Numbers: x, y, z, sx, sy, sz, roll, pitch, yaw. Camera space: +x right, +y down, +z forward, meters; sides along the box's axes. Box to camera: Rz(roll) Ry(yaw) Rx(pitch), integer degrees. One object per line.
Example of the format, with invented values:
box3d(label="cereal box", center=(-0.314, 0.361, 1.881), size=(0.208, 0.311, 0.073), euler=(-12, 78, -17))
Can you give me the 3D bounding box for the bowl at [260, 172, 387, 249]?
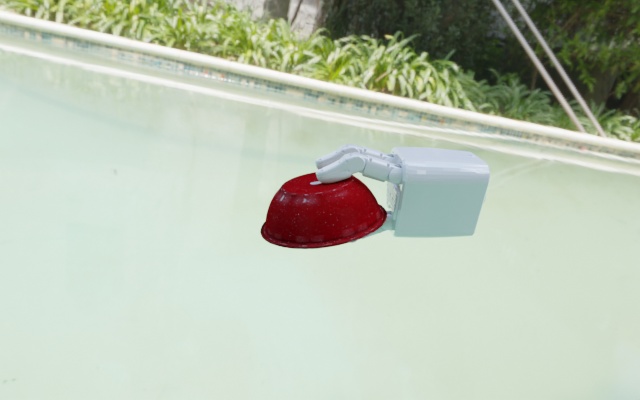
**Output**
box3d(label="bowl", center=(-0.001, 0.002, 0.595), size=(0.162, 0.055, 0.162), euler=(-8, 19, 3))
